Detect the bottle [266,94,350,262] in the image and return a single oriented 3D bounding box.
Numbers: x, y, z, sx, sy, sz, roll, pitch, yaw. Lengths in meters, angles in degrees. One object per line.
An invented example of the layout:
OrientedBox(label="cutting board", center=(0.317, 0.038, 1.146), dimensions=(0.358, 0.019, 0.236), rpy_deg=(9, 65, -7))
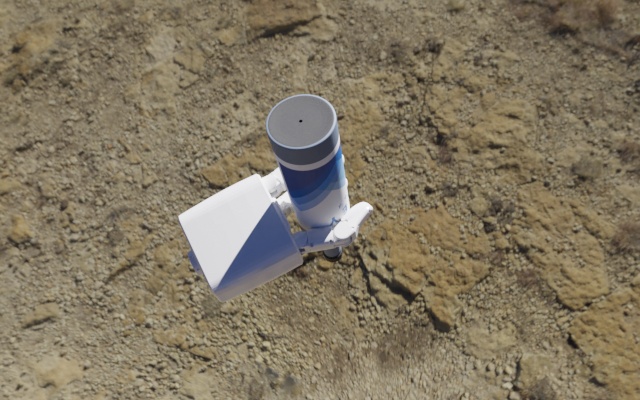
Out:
OrientedBox(label="bottle", center=(0.000, 0.002, 0.565), dimensions=(0.069, 0.069, 0.296), rpy_deg=(0, -31, 8))
